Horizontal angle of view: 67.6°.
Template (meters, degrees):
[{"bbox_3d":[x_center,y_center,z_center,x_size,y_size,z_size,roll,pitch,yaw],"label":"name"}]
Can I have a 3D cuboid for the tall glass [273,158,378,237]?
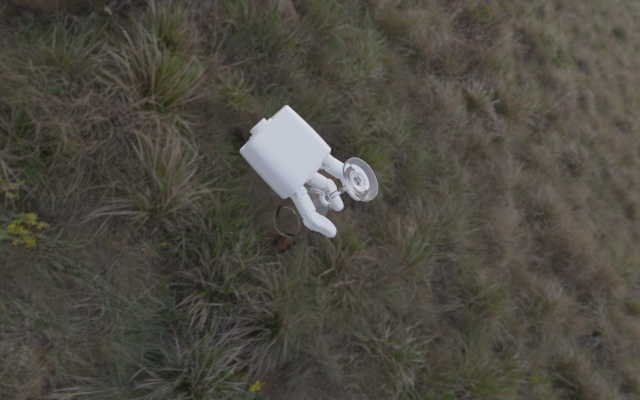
[{"bbox_3d":[0.001,0.003,0.811,0.079,0.079,0.201,0,-22,-42],"label":"tall glass"}]
